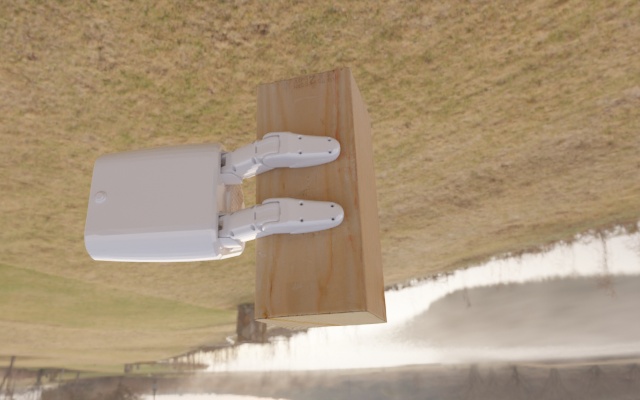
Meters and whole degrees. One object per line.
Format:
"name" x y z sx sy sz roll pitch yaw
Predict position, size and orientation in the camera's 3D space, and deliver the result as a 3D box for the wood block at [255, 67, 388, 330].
"wood block" 0.000 0.002 0.420 0.090 0.206 0.091 -8 -21 14
